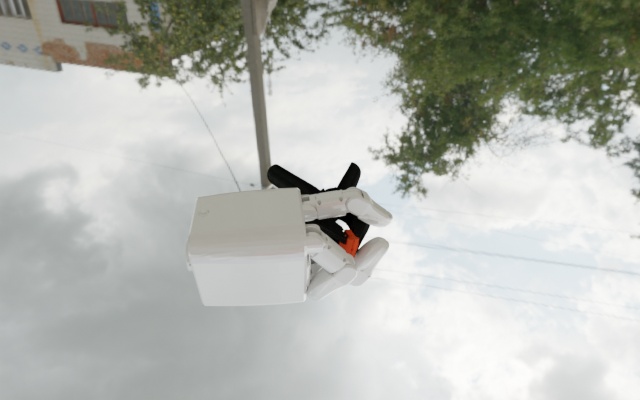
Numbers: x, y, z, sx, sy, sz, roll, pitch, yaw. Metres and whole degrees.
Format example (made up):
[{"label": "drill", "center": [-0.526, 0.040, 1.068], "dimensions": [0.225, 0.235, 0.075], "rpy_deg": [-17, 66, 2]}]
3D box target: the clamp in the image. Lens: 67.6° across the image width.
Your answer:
[{"label": "clamp", "center": [0.000, 0.002, 0.550], "dimensions": [0.120, 0.039, 0.171], "rpy_deg": [-3, 32, -6]}]
